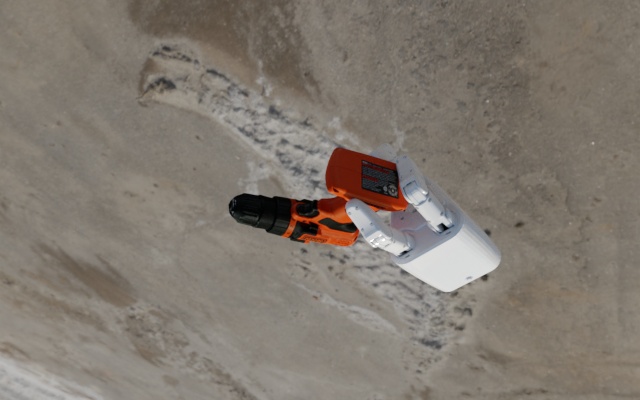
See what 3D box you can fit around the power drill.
[{"bbox_3d":[0.001,0.002,0.581,0.184,0.057,0.188,12,-24,-26],"label":"power drill"}]
